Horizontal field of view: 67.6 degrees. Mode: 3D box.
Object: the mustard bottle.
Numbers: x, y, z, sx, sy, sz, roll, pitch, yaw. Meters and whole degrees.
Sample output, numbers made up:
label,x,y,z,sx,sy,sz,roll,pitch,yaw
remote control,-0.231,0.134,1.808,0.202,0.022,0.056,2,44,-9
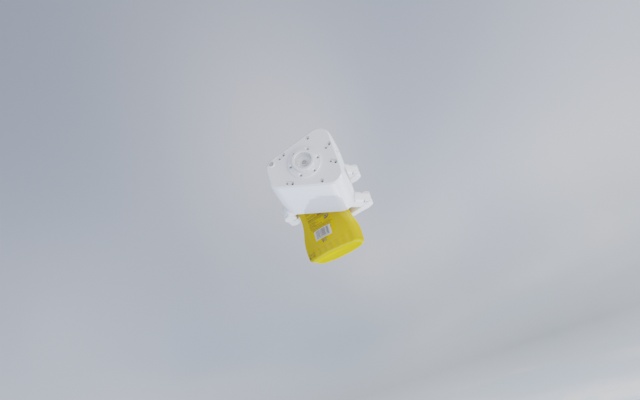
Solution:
label,x,y,z,sx,sy,sz,roll,pitch,yaw
mustard bottle,0.000,0.003,0.806,0.096,0.191,0.058,-31,-25,28
